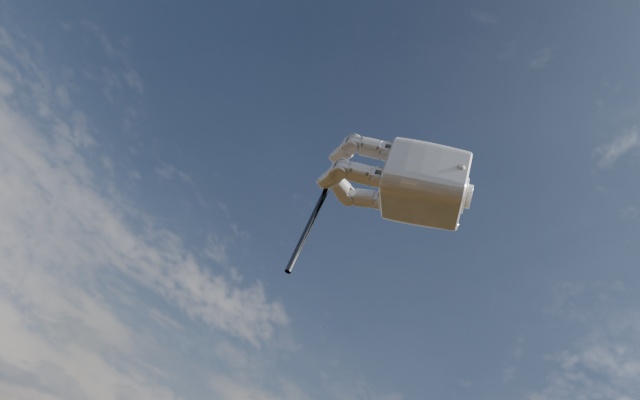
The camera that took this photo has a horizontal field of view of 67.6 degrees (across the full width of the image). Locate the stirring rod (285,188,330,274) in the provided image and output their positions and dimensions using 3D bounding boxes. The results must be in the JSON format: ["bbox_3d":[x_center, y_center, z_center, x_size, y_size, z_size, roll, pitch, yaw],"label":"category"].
[{"bbox_3d":[0.000,0.002,0.648,0.011,0.011,0.239,0,44,27],"label":"stirring rod"}]
